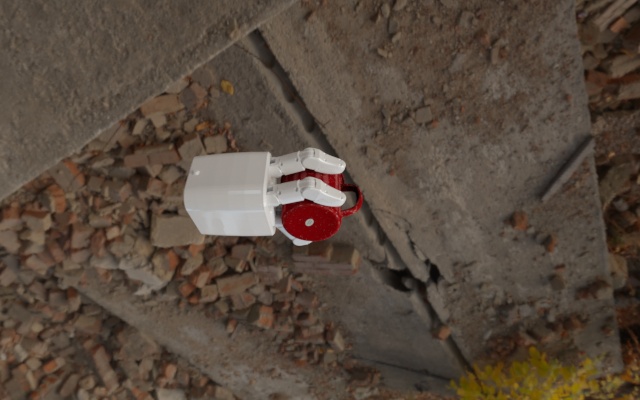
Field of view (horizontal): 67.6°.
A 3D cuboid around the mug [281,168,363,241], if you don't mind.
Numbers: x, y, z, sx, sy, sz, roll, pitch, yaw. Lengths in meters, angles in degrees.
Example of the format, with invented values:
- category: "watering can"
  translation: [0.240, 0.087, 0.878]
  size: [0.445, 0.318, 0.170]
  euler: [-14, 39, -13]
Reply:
- category: "mug"
  translation: [0.002, 0.002, 0.665]
  size: [0.117, 0.081, 0.093]
  euler: [-2, -43, 3]
